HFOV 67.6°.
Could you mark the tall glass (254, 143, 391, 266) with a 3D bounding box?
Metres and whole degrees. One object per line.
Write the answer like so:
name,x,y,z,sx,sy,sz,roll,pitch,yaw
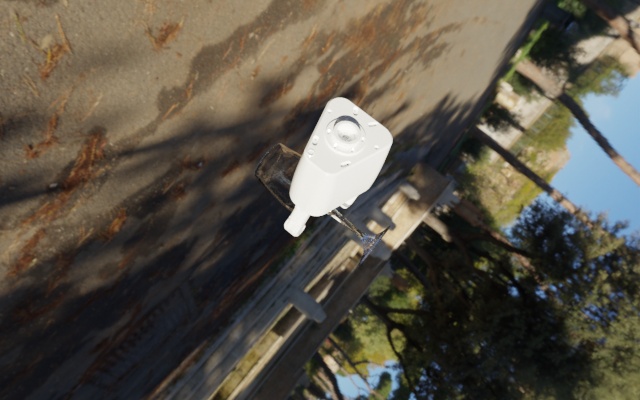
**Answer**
tall glass,0.001,0.003,0.686,0.201,0.079,0.079,39,6,8
